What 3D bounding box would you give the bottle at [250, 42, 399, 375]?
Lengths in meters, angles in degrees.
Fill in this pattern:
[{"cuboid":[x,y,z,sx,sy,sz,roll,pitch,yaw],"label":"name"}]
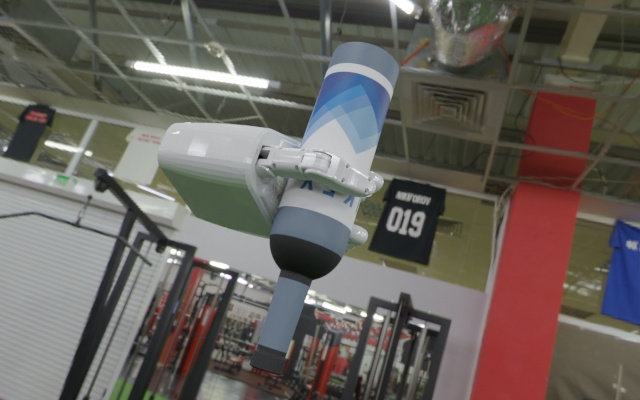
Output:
[{"cuboid":[0.000,0.001,0.422,0.069,0.295,0.069,17,-17,5],"label":"bottle"}]
